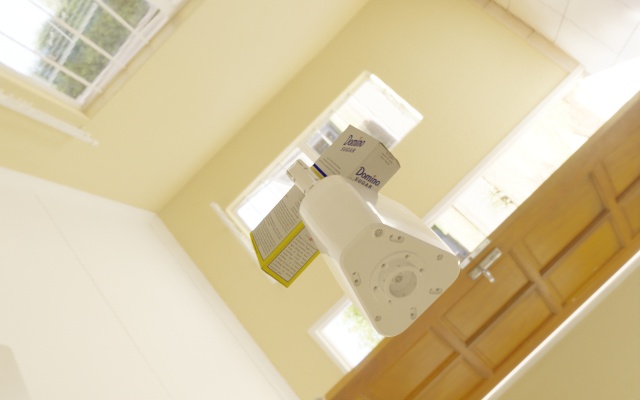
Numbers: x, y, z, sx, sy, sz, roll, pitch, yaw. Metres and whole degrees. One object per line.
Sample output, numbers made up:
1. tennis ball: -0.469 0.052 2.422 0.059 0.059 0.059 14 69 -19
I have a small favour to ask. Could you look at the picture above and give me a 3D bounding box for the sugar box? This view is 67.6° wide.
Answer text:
1. sugar box: 0.000 0.002 0.523 0.048 0.176 0.093 44 4 -27
